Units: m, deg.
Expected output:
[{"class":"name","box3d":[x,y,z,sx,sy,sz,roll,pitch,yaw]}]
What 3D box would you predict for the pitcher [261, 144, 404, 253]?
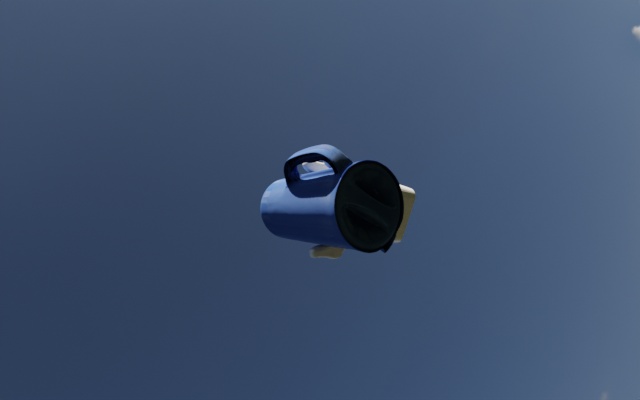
[{"class":"pitcher","box3d":[0.000,0.003,0.768,0.145,0.149,0.243,8,-6,-36]}]
